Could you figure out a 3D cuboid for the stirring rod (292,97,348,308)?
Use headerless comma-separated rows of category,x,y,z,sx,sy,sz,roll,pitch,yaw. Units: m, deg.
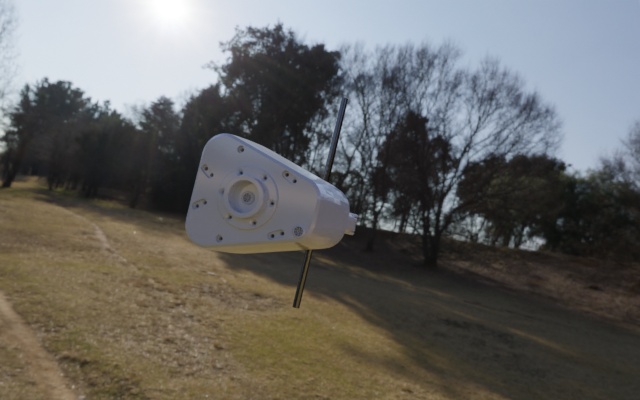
stirring rod,0.000,0.002,0.535,0.011,0.239,0.011,13,-2,1
